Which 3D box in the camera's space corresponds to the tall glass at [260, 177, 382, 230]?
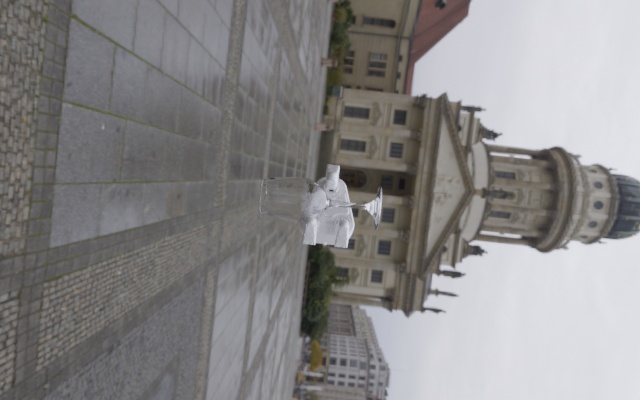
[{"bbox_3d":[0.001,0.003,0.818,0.201,0.079,0.079,6,0,1],"label":"tall glass"}]
